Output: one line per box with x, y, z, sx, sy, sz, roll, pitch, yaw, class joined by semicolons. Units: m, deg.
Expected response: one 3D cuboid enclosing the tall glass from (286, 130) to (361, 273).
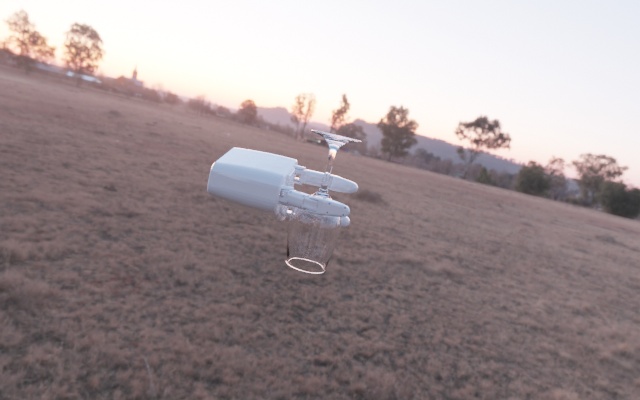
0.000;0.002;0.703;0.079;0.201;0.079;13;7;-2;tall glass
